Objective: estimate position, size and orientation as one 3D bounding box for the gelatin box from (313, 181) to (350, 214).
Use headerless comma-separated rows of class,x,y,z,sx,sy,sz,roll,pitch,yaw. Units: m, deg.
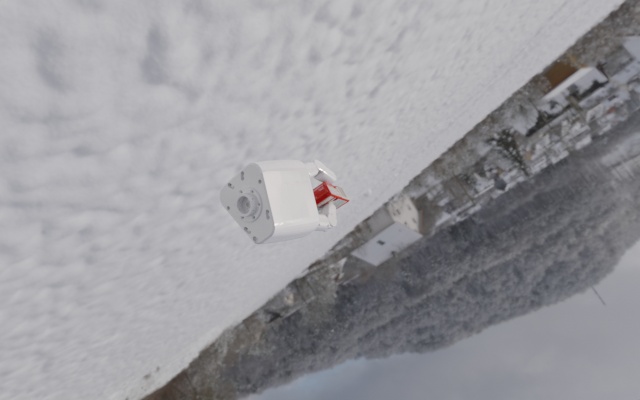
gelatin box,0.000,0.003,0.828,0.073,0.030,0.089,-33,-19,17
